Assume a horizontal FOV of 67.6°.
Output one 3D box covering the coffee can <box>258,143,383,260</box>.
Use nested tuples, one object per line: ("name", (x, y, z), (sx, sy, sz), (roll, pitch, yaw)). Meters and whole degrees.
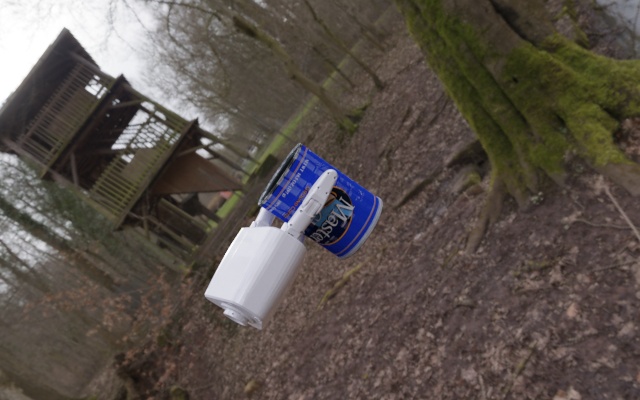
("coffee can", (0.000, 0.002, 0.661), (0.140, 0.103, 0.103), (34, -8, -11))
